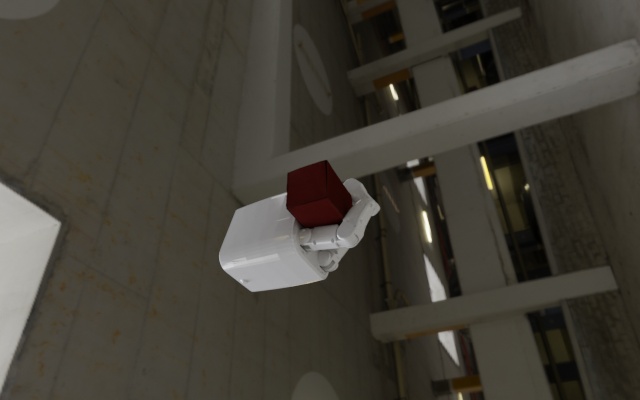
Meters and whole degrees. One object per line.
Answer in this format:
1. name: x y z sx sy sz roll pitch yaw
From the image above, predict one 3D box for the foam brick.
1. foam brick: 0.000 0.002 0.547 0.051 0.053 0.078 -15 -38 19
